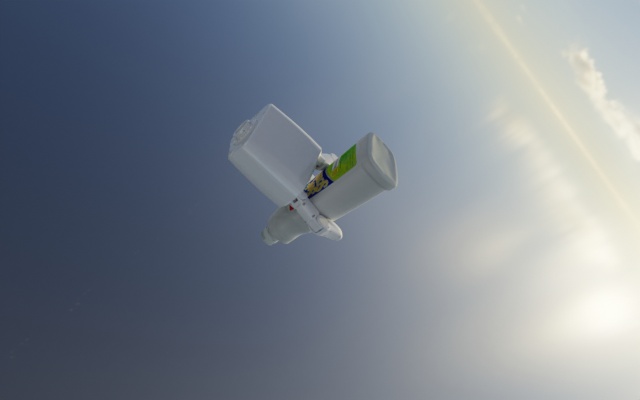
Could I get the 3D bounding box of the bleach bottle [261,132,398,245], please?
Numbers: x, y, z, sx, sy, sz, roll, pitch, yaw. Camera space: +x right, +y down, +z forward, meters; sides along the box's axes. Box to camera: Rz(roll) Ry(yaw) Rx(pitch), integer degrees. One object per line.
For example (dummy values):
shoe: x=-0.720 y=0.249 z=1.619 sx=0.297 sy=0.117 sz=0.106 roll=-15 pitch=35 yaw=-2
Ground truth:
bleach bottle: x=0.000 y=0.002 z=0.737 sx=0.251 sy=0.068 sz=0.102 roll=-36 pitch=25 yaw=27
